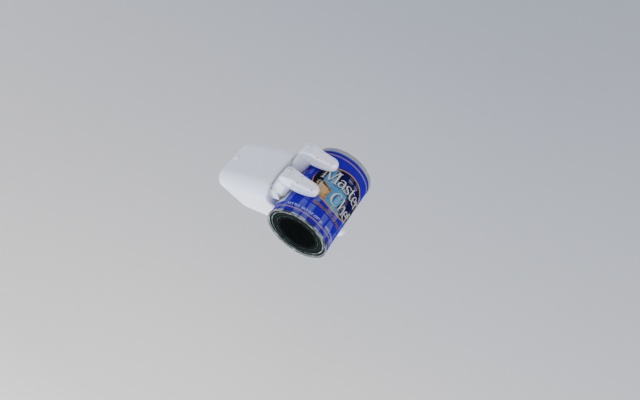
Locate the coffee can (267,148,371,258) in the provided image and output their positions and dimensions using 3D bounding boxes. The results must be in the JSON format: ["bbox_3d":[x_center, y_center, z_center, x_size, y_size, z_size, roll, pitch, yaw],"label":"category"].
[{"bbox_3d":[0.000,0.002,0.734,0.103,0.103,0.140,0,43,45],"label":"coffee can"}]
